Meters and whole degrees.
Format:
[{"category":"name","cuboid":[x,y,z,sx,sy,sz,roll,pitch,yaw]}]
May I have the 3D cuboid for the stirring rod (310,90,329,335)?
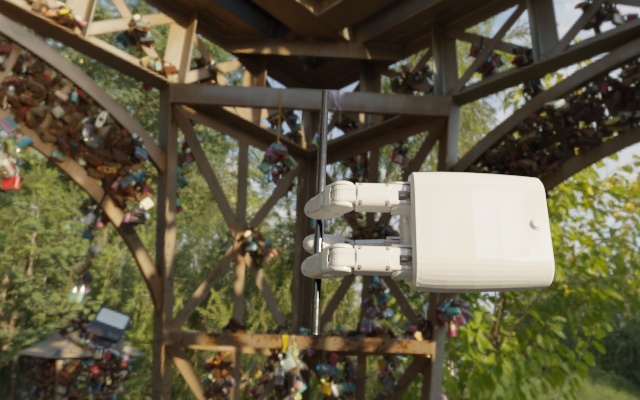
[{"category":"stirring rod","cuboid":[0.000,0.002,0.446,0.011,0.239,0.011,2,-21,1]}]
